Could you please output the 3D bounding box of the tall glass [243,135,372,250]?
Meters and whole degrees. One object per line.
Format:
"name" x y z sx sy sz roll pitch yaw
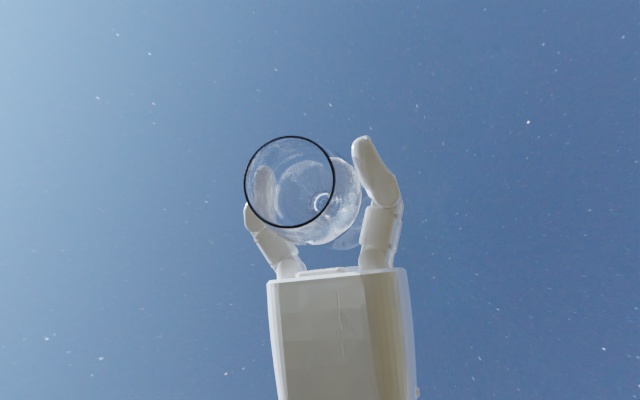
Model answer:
"tall glass" 0.000 0.001 0.403 0.079 0.079 0.201 0 -8 12
